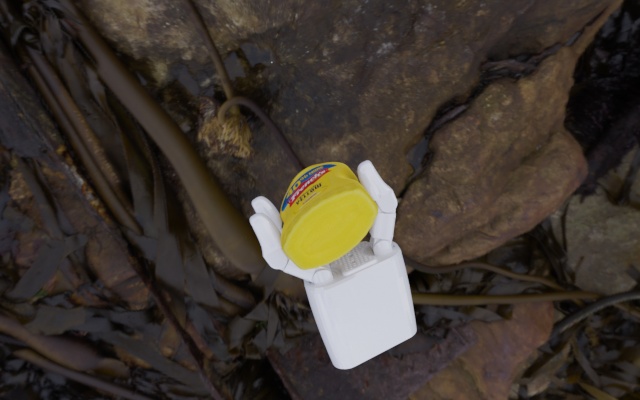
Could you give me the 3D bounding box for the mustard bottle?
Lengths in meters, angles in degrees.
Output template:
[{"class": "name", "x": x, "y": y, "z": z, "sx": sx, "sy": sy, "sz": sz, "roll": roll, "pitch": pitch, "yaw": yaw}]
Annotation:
[{"class": "mustard bottle", "x": 0.000, "y": 0.002, "z": 0.525, "sx": 0.096, "sy": 0.058, "sz": 0.191, "roll": -40, "pitch": 16, "yaw": 6}]
